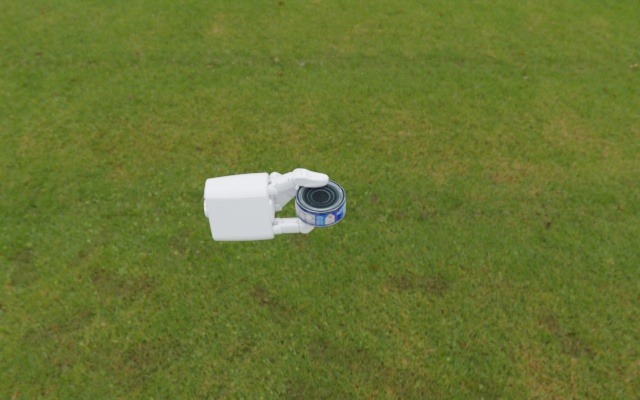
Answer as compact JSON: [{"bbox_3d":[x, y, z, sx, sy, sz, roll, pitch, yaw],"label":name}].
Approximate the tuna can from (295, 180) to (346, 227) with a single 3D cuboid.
[{"bbox_3d":[0.000,0.002,0.800,0.086,0.034,0.086,0,44,0],"label":"tuna can"}]
